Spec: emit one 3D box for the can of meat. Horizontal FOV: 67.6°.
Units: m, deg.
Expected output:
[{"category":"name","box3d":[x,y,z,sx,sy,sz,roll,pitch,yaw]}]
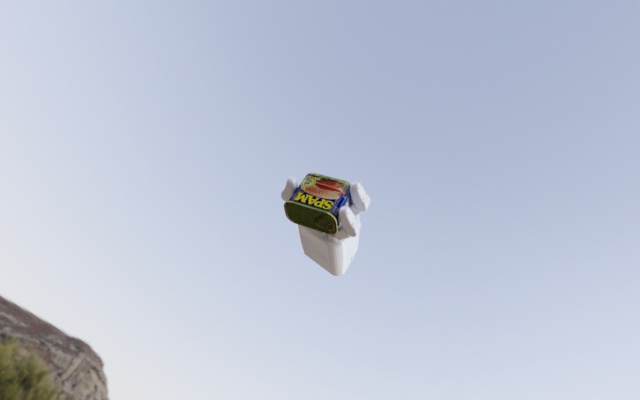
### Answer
[{"category":"can of meat","box3d":[0.000,0.002,0.843,0.102,0.084,0.057,16,-39,22]}]
